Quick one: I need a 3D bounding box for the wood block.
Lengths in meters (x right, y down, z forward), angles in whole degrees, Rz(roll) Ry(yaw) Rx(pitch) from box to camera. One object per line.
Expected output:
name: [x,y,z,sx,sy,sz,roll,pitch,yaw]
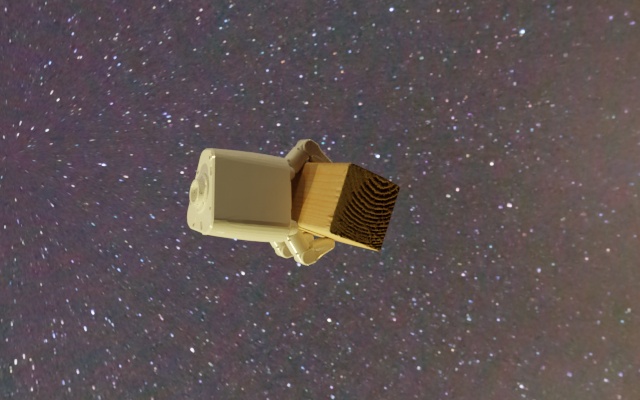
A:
wood block: [0.000,0.002,0.671,0.090,0.091,0.206,22,-8,-33]
